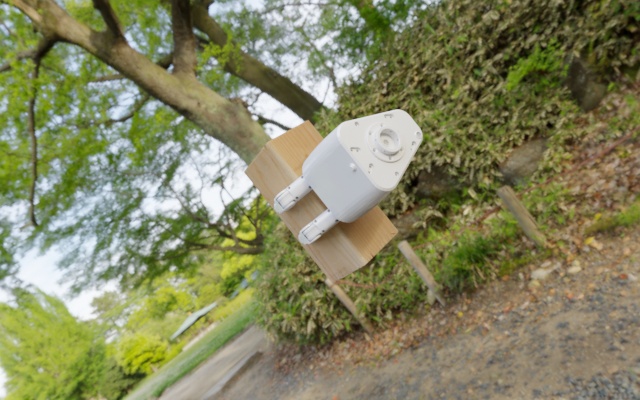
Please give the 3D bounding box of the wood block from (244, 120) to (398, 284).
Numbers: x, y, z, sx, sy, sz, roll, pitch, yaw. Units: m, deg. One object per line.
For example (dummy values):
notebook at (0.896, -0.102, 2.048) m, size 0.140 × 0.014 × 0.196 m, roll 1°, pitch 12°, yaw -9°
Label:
wood block at (0.000, 0.002, 0.683) m, size 0.090 × 0.206 × 0.090 m, roll -36°, pitch -3°, yaw -40°
